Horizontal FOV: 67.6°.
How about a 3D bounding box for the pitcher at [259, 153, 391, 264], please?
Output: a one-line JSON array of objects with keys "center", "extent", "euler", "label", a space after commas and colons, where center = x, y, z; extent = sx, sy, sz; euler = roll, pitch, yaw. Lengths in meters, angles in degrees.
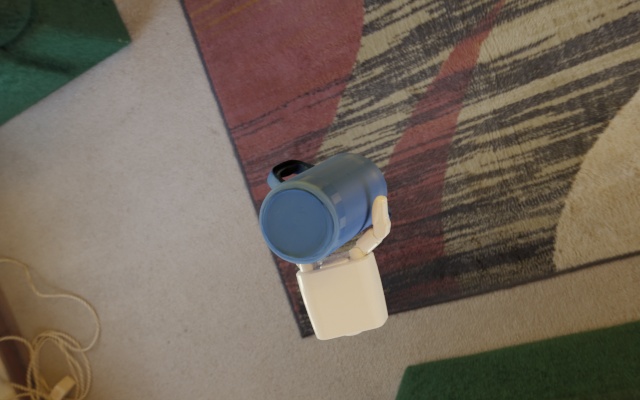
[{"center": [0.000, 0.002, 0.697], "extent": [0.149, 0.145, 0.243], "euler": [-14, 5, 21], "label": "pitcher"}]
